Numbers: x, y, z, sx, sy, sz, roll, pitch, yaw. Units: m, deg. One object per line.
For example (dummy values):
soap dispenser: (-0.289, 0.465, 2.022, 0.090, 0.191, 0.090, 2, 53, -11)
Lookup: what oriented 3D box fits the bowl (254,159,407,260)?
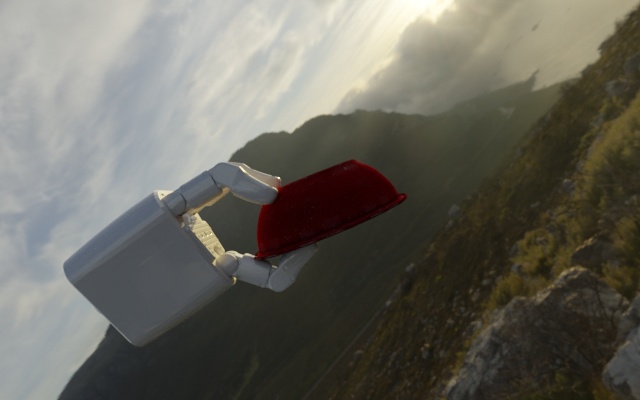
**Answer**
bowl: (0.001, 0.001, 0.468, 0.162, 0.055, 0.162, -22, 2, 1)
